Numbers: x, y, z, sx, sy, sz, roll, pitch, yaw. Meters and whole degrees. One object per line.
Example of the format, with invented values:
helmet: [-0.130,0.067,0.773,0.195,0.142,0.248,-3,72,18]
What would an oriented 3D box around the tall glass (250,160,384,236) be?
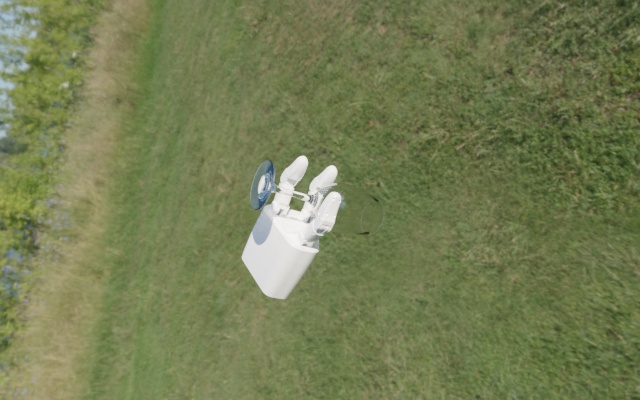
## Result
tall glass: [0.000,0.002,0.724,0.201,0.079,0.079,16,-8,-29]
